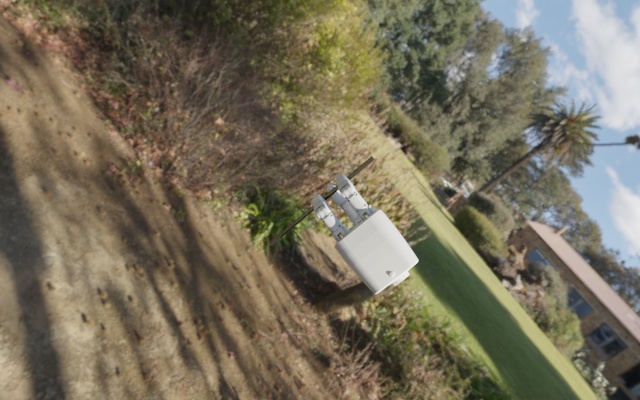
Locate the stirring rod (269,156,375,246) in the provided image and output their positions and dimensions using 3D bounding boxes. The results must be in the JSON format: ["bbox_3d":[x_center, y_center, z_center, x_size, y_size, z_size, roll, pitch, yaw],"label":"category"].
[{"bbox_3d":[0.000,0.003,0.841,0.239,0.011,0.011,-40,-9,10],"label":"stirring rod"}]
